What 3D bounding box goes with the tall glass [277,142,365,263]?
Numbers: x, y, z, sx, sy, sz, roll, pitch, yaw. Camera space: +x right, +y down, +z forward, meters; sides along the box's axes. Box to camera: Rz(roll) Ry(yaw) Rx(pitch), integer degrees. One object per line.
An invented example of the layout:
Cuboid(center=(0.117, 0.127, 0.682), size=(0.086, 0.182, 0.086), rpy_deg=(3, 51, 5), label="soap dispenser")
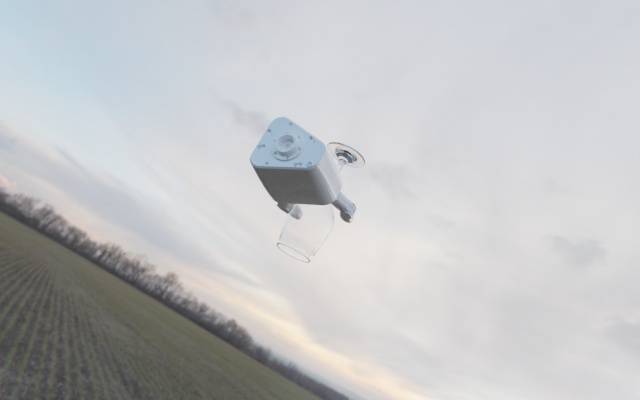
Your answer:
Cuboid(center=(0.001, 0.002, 0.805), size=(0.079, 0.201, 0.079), rpy_deg=(25, -19, 9), label="tall glass")
